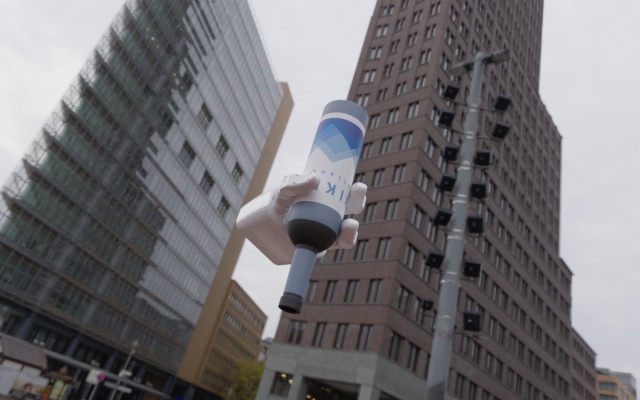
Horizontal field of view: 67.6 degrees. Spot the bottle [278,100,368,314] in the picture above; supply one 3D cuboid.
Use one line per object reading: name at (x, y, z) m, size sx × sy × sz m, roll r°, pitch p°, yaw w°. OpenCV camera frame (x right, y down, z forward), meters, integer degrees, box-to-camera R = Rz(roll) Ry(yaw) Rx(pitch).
bottle at (0.000, 0.002, 0.621) m, size 0.069 × 0.295 × 0.069 m, roll 13°, pitch -28°, yaw 7°
